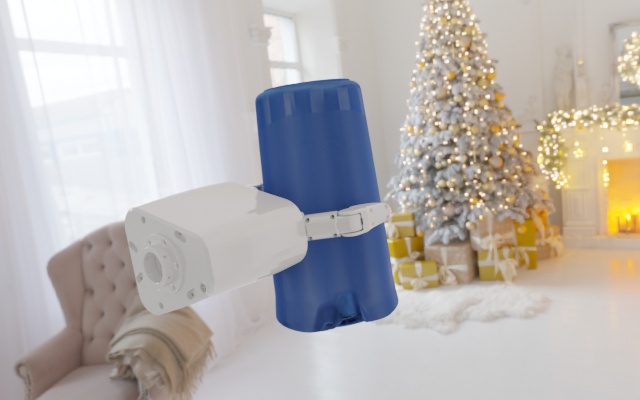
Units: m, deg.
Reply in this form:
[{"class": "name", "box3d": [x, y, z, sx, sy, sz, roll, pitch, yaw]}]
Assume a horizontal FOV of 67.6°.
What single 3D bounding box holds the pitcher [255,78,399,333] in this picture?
[{"class": "pitcher", "box3d": [0.000, 0.002, 0.510, 0.149, 0.243, 0.145, -1, 11, 38]}]
